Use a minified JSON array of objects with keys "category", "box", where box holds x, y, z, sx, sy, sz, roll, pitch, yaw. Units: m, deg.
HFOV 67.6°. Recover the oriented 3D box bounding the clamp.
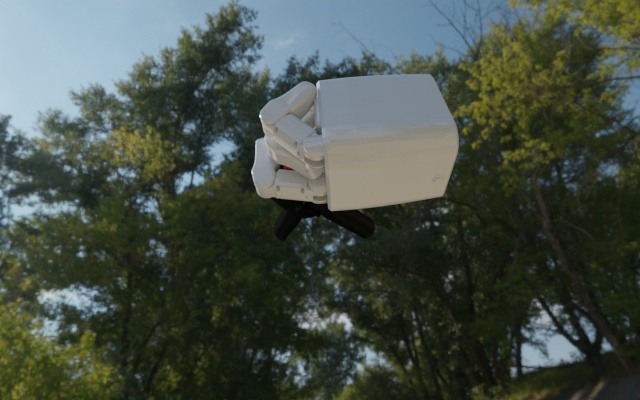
[{"category":"clamp","box":[0.000,0.001,0.510,0.120,0.039,0.172,-4,-27,1]}]
